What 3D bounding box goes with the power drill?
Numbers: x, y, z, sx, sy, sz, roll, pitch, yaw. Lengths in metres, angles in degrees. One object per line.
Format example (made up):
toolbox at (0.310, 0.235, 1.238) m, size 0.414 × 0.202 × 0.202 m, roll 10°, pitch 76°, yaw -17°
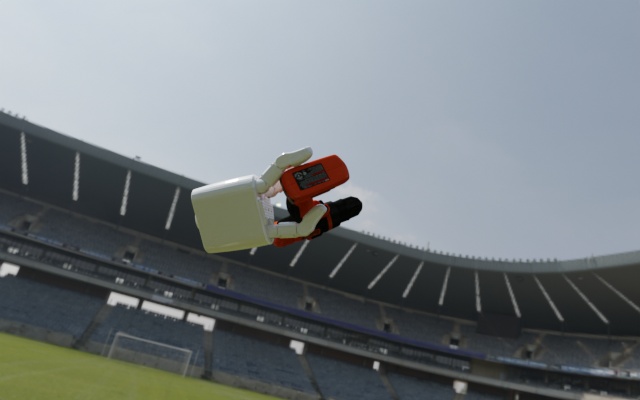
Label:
power drill at (0.000, 0.002, 0.817) m, size 0.184 × 0.057 × 0.188 m, roll -22°, pitch -27°, yaw -17°
